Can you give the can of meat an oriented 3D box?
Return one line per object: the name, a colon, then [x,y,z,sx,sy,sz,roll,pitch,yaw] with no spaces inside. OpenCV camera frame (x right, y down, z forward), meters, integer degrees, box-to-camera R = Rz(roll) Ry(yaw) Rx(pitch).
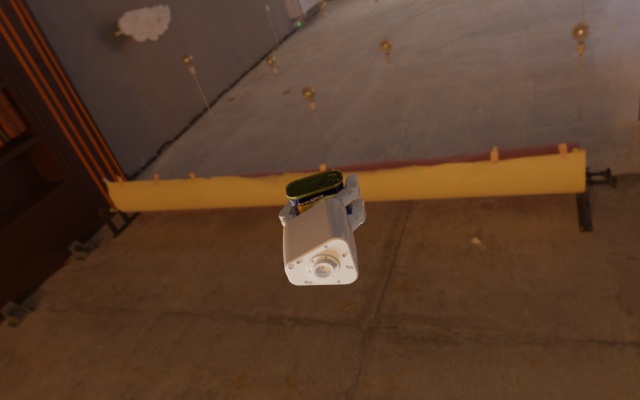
can of meat: [0.000,0.003,0.838,0.102,0.084,0.057,-17,31,3]
